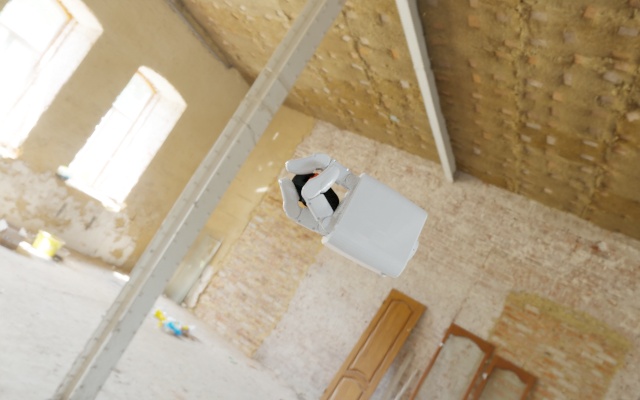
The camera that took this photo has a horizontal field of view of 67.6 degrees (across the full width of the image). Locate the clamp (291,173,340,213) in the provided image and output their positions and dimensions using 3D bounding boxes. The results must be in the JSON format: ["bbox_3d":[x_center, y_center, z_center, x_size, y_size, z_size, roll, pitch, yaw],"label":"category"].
[{"bbox_3d":[0.000,0.002,0.724,0.120,0.039,0.171,30,-9,-2],"label":"clamp"}]
